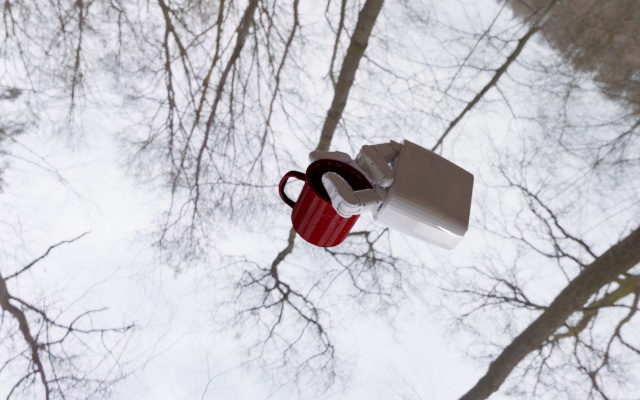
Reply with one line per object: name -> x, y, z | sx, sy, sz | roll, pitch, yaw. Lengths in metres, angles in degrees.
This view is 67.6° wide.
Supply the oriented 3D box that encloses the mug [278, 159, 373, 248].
mug -> -0.001, 0.002, 0.615 | 0.117, 0.081, 0.093 | 23, 39, -5
